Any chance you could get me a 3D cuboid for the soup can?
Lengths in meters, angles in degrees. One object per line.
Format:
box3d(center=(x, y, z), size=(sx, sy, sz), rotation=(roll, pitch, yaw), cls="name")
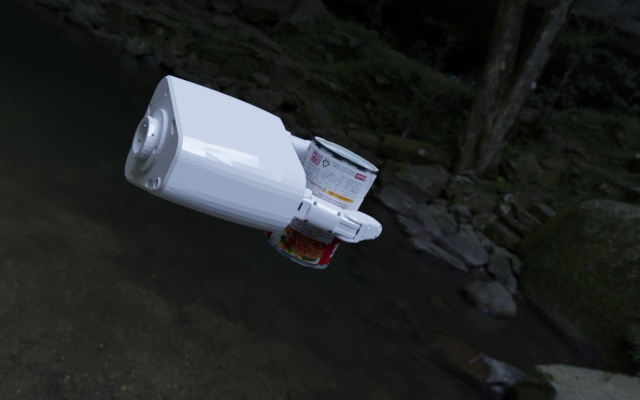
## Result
box3d(center=(0.001, 0.001, 0.439), size=(0.068, 0.102, 0.068), rotation=(26, 13, -6), cls="soup can")
